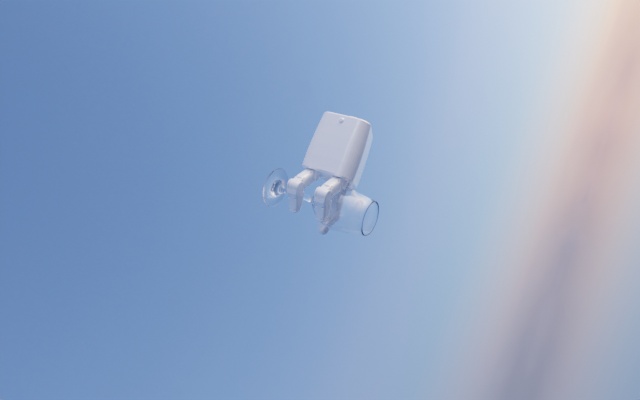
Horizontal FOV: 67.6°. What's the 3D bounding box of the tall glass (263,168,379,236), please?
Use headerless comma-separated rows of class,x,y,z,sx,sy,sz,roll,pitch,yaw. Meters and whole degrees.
tall glass,0.000,0.003,0.842,0.201,0.079,0.079,18,9,28
